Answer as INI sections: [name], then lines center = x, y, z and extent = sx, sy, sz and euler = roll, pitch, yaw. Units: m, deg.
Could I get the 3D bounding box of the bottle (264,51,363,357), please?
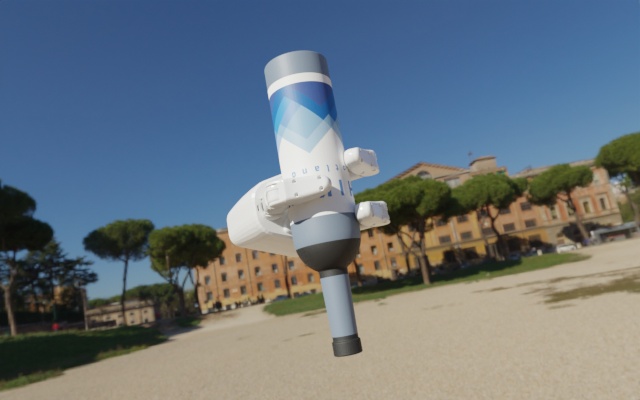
[bottle]
center = 0.000, 0.001, 0.474
extent = 0.069, 0.295, 0.069
euler = -10, -11, -2
